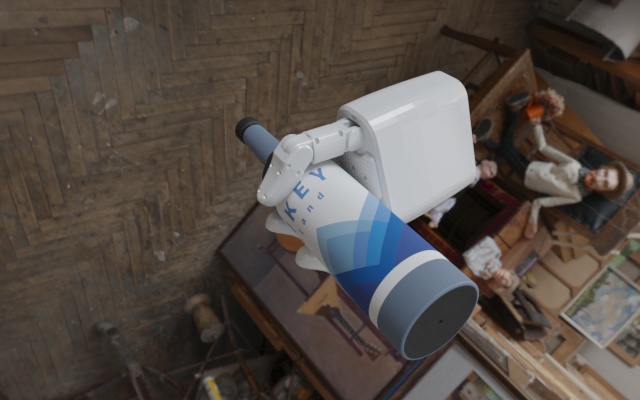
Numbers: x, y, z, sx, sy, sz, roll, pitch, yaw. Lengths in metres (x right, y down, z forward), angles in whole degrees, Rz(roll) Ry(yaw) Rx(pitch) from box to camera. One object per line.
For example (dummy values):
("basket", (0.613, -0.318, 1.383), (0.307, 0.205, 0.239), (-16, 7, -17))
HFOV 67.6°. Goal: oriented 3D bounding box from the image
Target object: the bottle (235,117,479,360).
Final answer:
("bottle", (0.000, 0.001, 0.404), (0.069, 0.069, 0.295), (0, 32, -38))
